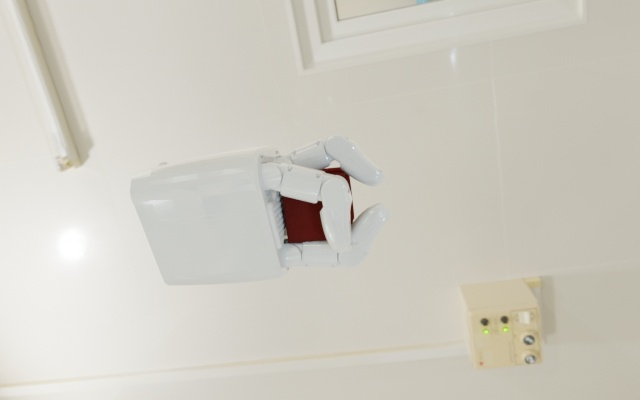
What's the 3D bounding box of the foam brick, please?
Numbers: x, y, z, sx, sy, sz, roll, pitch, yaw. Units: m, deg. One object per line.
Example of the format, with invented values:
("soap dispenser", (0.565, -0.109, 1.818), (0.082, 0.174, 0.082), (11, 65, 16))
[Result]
("foam brick", (0.000, 0.001, 0.421), (0.051, 0.053, 0.078), (-6, 9, 8))
